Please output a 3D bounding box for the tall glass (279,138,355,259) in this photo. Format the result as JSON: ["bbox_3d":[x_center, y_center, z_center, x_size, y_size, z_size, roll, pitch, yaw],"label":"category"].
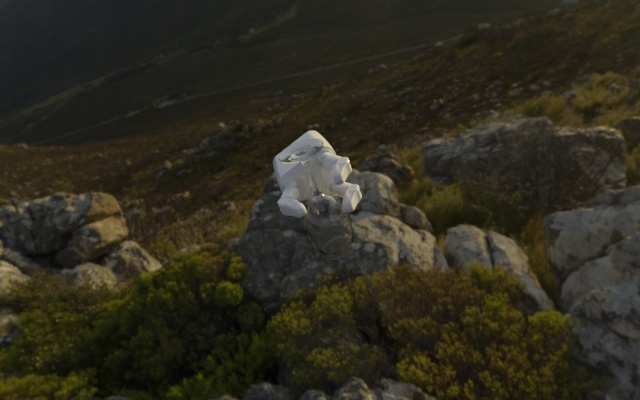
[{"bbox_3d":[0.000,0.002,0.792,0.079,0.201,0.079,-16,30,9],"label":"tall glass"}]
